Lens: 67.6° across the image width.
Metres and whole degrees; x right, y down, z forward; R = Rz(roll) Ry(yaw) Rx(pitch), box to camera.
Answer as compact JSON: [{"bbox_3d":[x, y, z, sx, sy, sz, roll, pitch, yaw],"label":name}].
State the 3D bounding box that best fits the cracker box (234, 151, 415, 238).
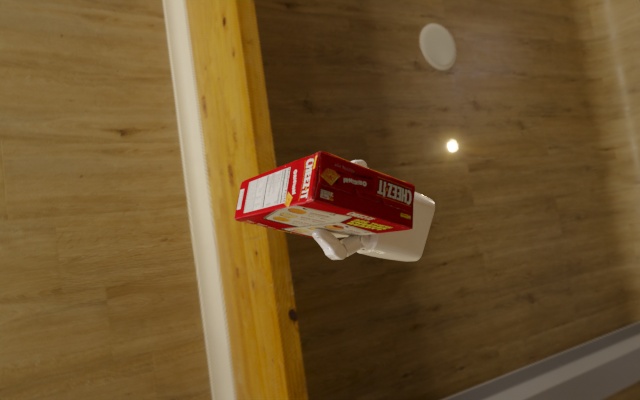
[{"bbox_3d":[0.000,0.002,0.679,0.164,0.072,0.214,16,-17,-32],"label":"cracker box"}]
